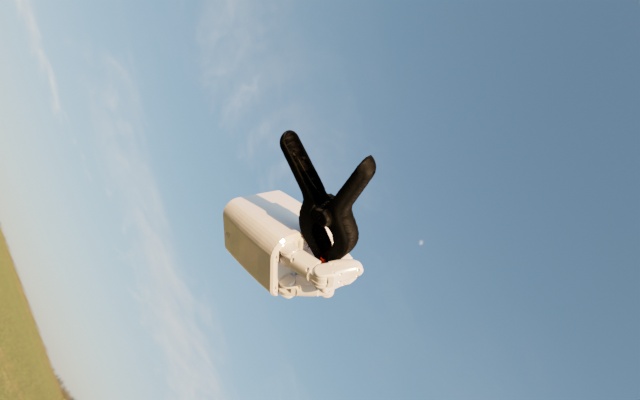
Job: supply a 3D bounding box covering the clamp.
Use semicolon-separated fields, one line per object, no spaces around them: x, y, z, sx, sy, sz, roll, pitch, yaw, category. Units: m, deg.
0.001;0.002;0.543;0.120;0.172;0.039;34;44;31;clamp
